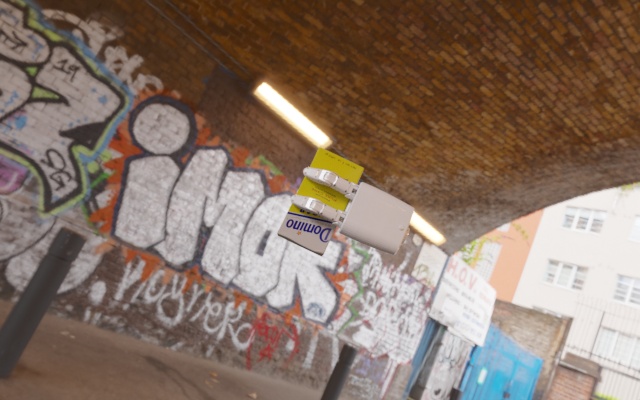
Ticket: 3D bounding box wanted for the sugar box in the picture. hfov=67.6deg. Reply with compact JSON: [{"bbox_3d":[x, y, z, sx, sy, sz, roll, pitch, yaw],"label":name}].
[{"bbox_3d":[0.000,0.003,0.866,0.093,0.176,0.048,25,-12,1],"label":"sugar box"}]
